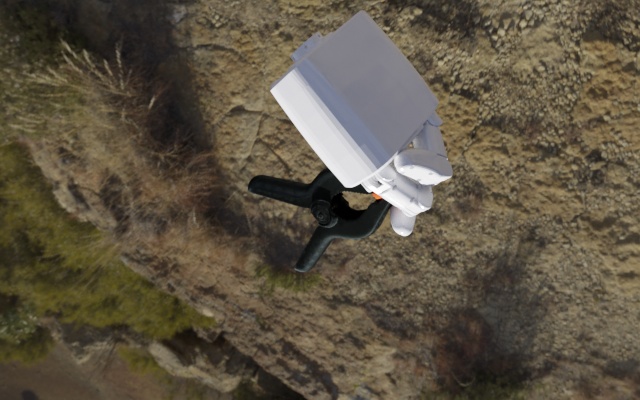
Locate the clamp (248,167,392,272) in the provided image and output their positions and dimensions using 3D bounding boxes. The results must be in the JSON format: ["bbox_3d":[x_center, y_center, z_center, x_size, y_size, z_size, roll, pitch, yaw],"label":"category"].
[{"bbox_3d":[0.000,0.002,0.484,0.171,0.120,0.039,-31,14,39],"label":"clamp"}]
